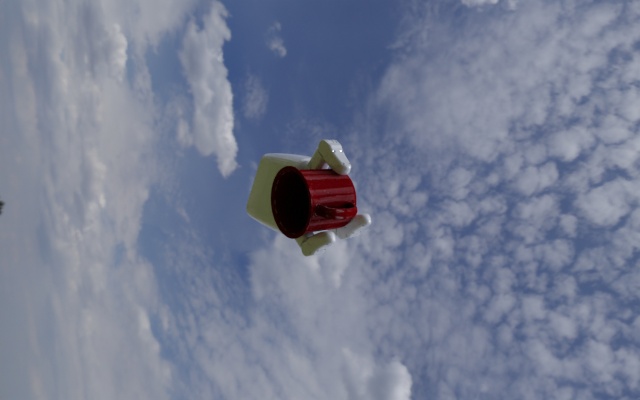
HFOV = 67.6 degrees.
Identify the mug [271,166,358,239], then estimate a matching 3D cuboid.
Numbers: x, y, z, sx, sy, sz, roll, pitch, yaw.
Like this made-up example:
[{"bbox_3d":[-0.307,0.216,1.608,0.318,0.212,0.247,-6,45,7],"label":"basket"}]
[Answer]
[{"bbox_3d":[0.001,0.002,0.618,0.081,0.093,0.117,-5,14,-37],"label":"mug"}]
